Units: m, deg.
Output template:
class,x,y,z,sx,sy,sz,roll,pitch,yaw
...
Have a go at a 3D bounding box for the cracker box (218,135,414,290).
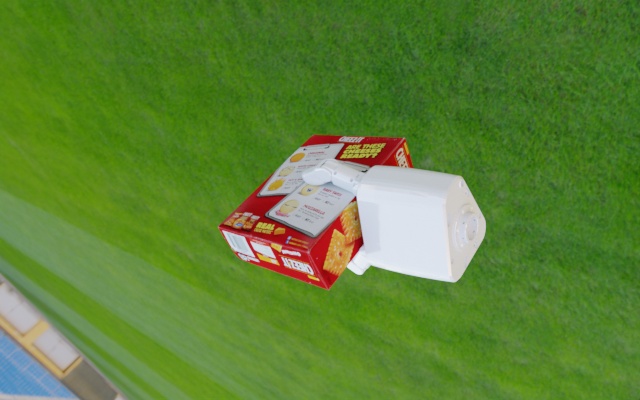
class,x,y,z,sx,sy,sz,roll,pitch,yaw
cracker box,0.000,0.002,0.622,0.164,0.072,0.213,9,45,41
